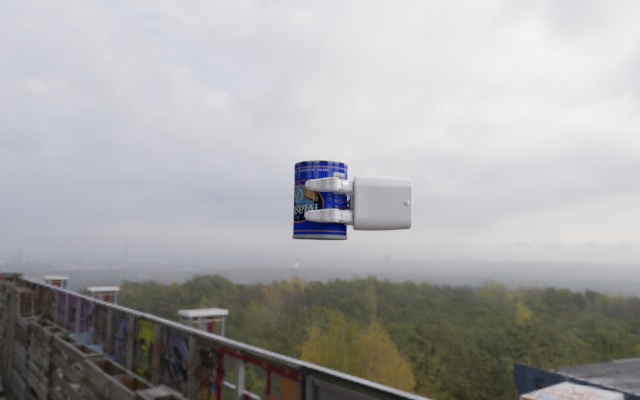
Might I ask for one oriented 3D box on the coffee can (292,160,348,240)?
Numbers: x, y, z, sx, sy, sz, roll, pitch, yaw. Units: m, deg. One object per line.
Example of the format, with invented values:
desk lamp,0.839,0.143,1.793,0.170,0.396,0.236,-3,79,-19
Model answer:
coffee can,0.000,0.003,0.894,0.103,0.140,0.103,1,-6,0
